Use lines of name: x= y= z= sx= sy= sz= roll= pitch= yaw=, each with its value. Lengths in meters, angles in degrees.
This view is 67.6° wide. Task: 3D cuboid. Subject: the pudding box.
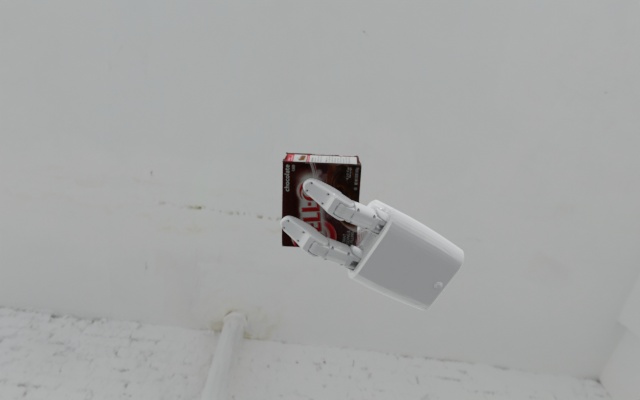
pudding box: x=0.000 y=0.002 z=0.566 sx=0.090 sy=0.113 sz=0.039 roll=2 pitch=22 yaw=0
